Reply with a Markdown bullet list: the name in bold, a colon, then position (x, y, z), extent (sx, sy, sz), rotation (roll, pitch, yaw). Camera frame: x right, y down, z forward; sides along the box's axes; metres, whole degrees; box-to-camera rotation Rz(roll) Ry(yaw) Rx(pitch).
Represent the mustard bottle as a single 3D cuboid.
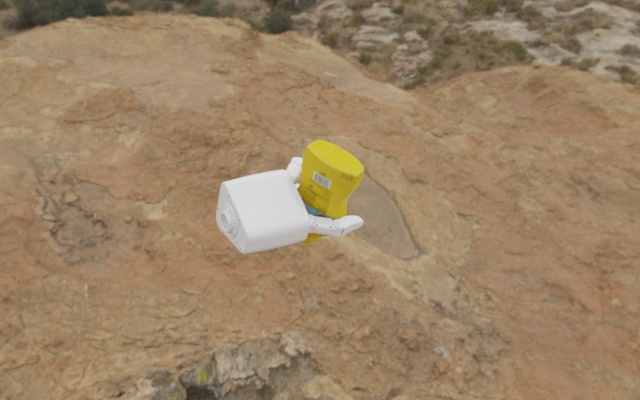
- **mustard bottle**: position (0.000, 0.002, 0.781), extent (0.096, 0.192, 0.058), rotation (32, 41, 16)
